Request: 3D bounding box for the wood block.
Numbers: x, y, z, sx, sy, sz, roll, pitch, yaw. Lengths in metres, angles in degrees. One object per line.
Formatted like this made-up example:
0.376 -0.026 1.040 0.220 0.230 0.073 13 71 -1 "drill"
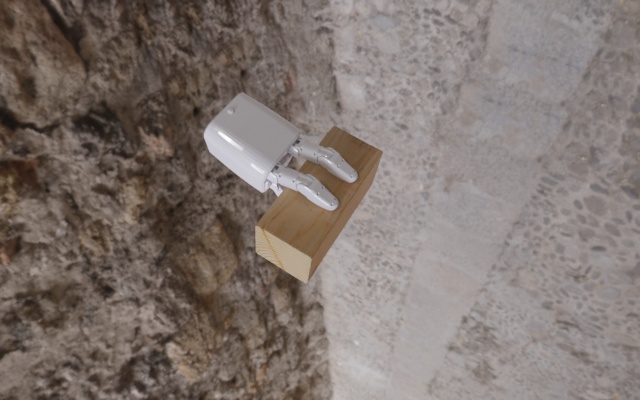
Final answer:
0.000 0.002 0.699 0.090 0.206 0.091 30 -30 11 "wood block"
